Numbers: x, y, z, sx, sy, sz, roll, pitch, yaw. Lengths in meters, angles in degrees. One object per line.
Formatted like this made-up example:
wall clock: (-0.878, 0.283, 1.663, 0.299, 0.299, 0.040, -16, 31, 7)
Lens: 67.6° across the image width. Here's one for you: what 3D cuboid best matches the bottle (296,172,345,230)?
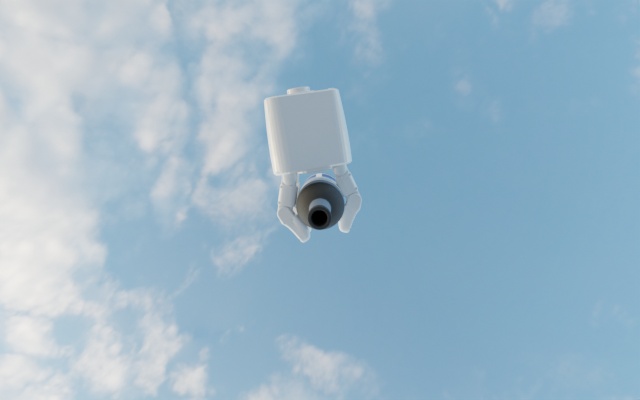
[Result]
bottle: (0.000, 0.002, 0.682, 0.069, 0.069, 0.295, 0, 7, 1)
